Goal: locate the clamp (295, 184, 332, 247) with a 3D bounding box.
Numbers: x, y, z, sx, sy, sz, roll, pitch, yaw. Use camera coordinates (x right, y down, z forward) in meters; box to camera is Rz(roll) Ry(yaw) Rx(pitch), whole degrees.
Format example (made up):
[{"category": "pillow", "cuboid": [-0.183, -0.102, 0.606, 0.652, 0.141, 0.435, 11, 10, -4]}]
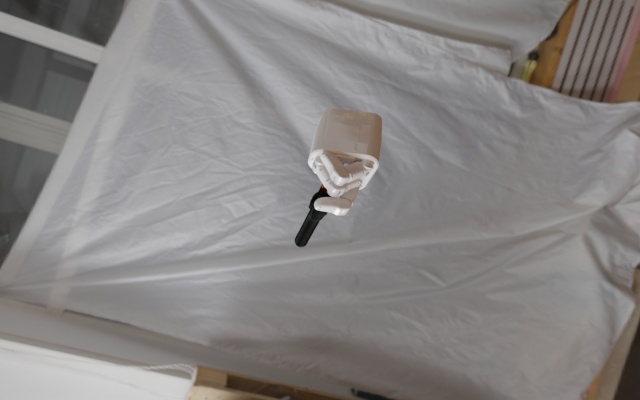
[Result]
[{"category": "clamp", "cuboid": [0.000, 0.003, 0.865, 0.039, 0.120, 0.171, 21, -36, -10]}]
